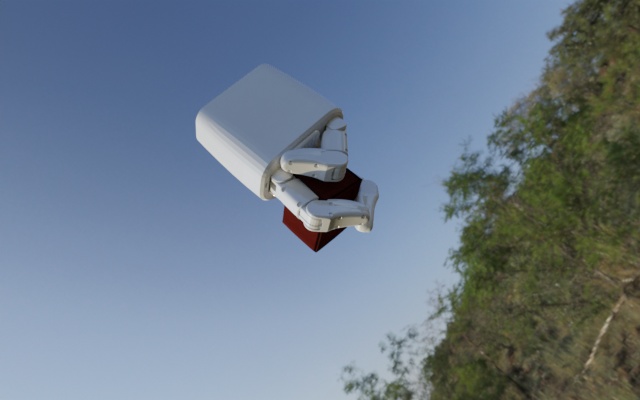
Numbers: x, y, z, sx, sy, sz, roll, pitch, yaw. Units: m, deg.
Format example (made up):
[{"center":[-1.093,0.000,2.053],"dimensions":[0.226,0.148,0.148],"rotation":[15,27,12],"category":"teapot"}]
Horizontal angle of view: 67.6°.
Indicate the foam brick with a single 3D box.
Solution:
[{"center":[0.000,0.002,0.483],"dimensions":[0.051,0.078,0.053],"rotation":[38,51,22],"category":"foam brick"}]
